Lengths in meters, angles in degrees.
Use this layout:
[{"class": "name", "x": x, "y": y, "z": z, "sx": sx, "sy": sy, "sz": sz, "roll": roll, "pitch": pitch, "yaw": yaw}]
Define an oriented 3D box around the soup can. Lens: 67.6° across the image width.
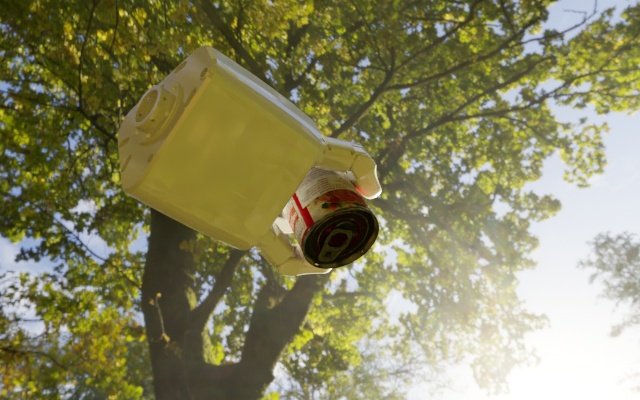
[{"class": "soup can", "x": 0.000, "y": 0.001, "z": 0.428, "sx": 0.068, "sy": 0.068, "sz": 0.102, "roll": 0, "pitch": 39, "yaw": -26}]
